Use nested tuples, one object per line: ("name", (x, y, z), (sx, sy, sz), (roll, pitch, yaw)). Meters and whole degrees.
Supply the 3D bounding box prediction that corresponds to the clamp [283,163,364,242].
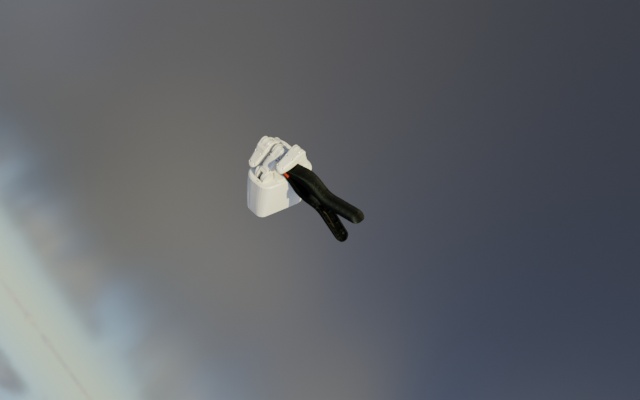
("clamp", (0.000, 0.003, 0.837), (0.039, 0.171, 0.120), (-38, -18, -29))
